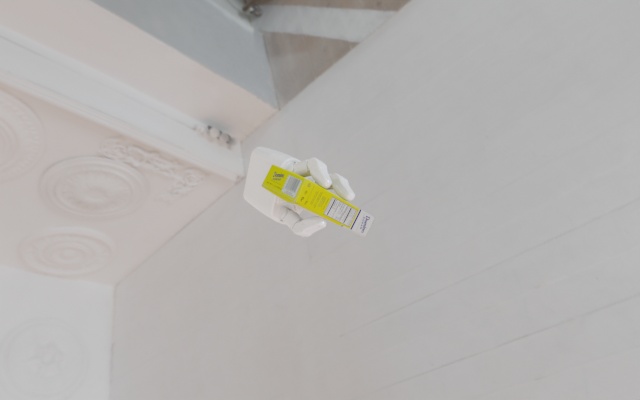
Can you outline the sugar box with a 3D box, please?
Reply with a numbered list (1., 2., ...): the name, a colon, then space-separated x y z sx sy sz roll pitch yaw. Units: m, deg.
1. sugar box: 0.000 0.002 0.774 0.176 0.048 0.093 24 2 -43
